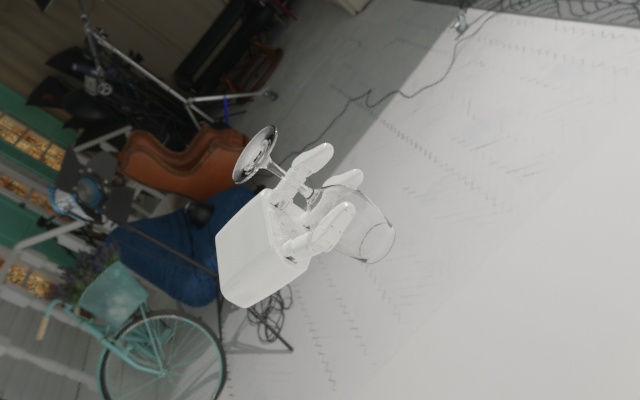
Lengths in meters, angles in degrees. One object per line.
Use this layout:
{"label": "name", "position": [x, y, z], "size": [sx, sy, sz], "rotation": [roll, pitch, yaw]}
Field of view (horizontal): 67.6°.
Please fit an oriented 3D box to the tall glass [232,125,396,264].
{"label": "tall glass", "position": [0.000, 0.001, 0.555], "size": [0.201, 0.079, 0.079], "rotation": [36, -18, -28]}
